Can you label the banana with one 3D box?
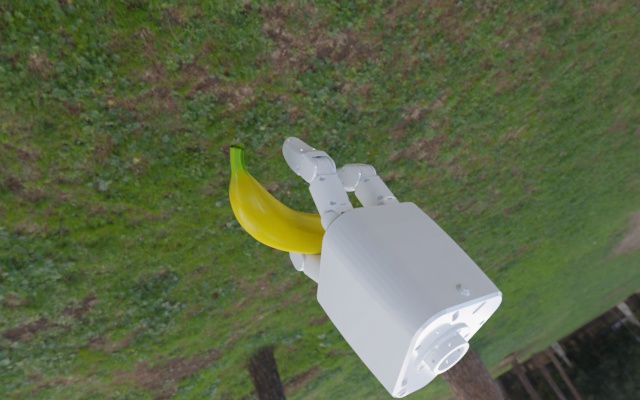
[{"bbox_3d":[-0.011,0.017,0.432,0.198,0.069,0.037,23,10,-45],"label":"banana"}]
